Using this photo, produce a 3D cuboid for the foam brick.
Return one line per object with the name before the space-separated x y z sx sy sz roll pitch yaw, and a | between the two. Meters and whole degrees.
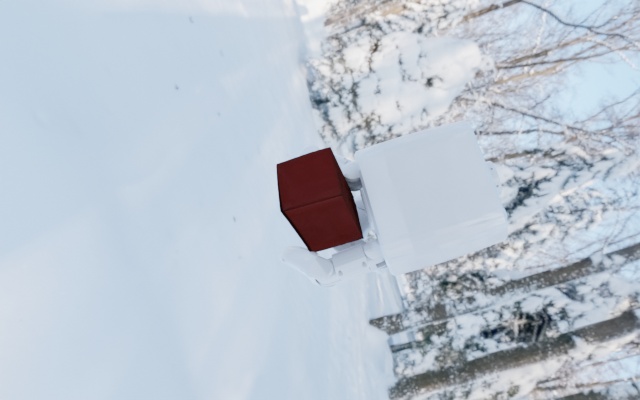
foam brick | 0.000 0.001 0.416 0.051 0.053 0.078 -17 -35 10
